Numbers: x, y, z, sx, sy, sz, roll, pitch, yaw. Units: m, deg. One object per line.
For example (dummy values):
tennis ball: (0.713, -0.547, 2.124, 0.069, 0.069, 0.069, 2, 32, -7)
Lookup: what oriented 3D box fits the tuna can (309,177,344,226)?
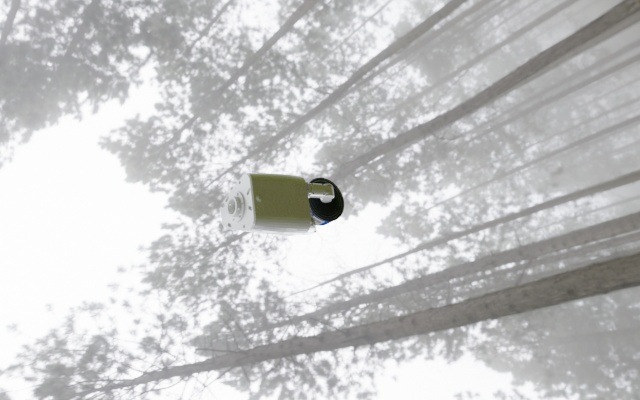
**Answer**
tuna can: (0.000, 0.003, 0.883, 0.086, 0.086, 0.034, 0, -20, -37)
